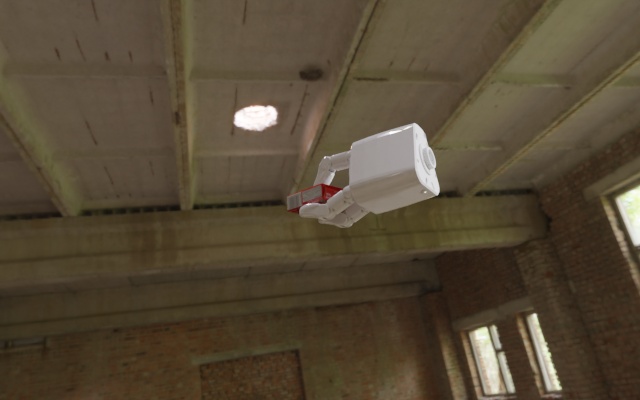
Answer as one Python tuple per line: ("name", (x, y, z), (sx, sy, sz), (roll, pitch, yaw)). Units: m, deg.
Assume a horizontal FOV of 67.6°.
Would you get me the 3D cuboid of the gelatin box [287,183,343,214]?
("gelatin box", (0.000, 0.002, 0.787), (0.073, 0.030, 0.089), (14, -24, -43))
